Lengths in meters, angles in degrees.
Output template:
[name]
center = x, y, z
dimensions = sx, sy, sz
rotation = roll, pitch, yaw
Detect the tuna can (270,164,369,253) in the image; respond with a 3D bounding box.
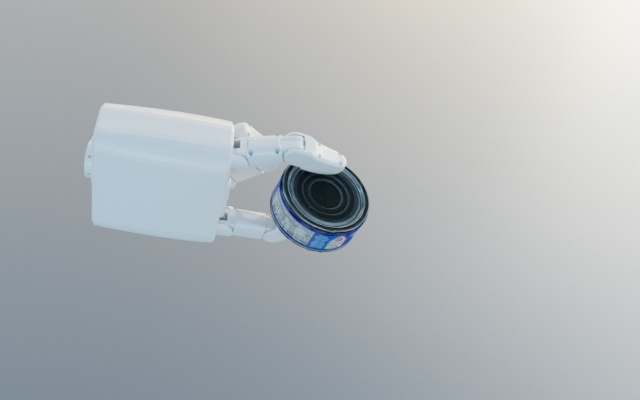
[tuna can]
center = 0.000, 0.001, 0.430
dimensions = 0.086, 0.086, 0.034
rotation = 0, -34, -26
